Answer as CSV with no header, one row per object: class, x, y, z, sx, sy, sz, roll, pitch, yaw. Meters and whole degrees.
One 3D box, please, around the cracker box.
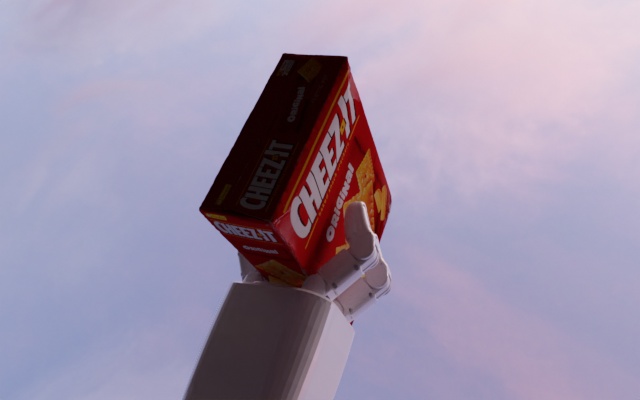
cracker box,0.000,0.002,0.444,0.072,0.164,0.214,9,-29,25
